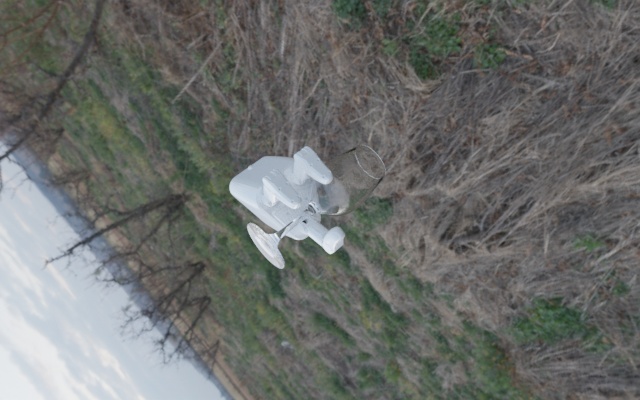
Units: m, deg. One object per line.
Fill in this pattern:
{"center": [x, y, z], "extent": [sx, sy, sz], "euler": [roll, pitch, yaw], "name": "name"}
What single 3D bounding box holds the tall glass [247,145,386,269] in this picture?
{"center": [0.000, 0.003, 0.656], "extent": [0.201, 0.079, 0.079], "euler": [-38, 16, -22], "name": "tall glass"}
